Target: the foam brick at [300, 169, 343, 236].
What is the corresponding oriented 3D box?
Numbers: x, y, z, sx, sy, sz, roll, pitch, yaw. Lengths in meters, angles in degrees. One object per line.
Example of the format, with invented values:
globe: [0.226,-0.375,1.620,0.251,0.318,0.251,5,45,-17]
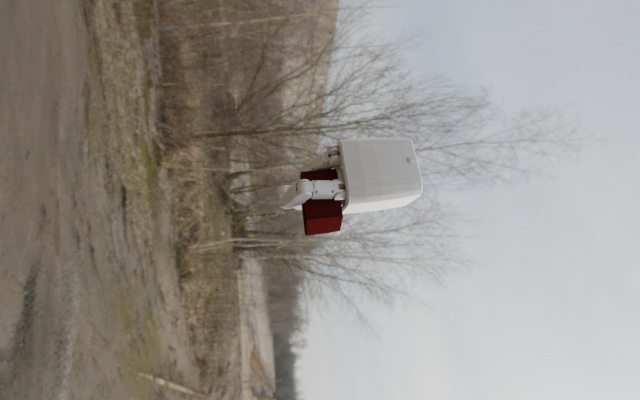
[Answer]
foam brick: [0.000,0.003,0.672,0.051,0.078,0.053,-4,-27,-6]
